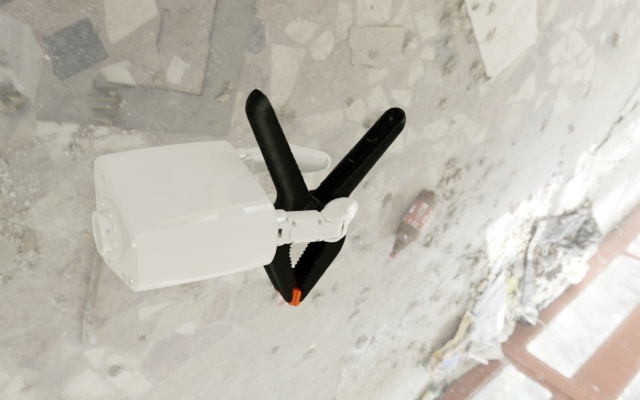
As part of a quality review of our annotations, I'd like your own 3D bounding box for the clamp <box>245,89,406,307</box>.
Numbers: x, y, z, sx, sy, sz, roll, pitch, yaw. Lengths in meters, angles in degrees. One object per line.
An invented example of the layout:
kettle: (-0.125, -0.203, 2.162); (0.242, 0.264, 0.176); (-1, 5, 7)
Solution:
clamp: (0.000, 0.002, 0.443); (0.164, 0.210, 0.036); (-9, 30, -33)
